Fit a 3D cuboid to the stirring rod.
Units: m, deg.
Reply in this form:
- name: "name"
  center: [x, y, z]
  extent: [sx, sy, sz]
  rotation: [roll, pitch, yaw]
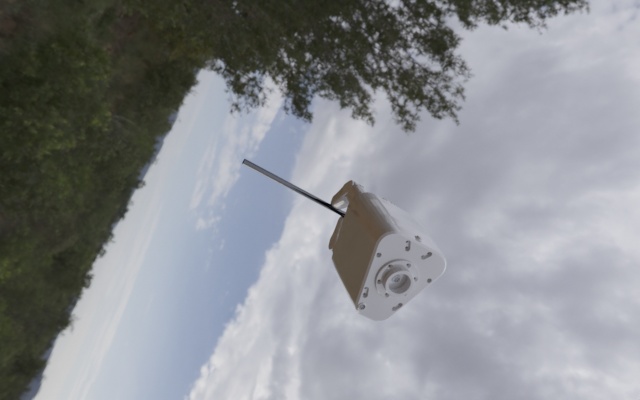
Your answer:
- name: "stirring rod"
  center: [0.000, 0.002, 0.658]
  extent: [0.239, 0.011, 0.011]
  rotation: [28, -11, -21]
